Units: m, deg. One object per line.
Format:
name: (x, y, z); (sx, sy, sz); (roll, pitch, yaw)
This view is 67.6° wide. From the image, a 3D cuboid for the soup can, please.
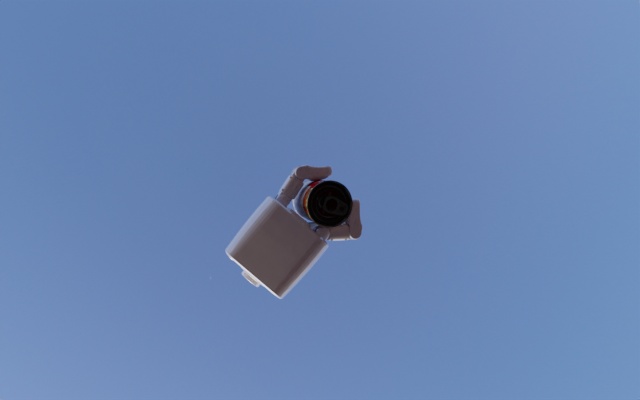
soup can: (0.000, 0.002, 0.724); (0.068, 0.068, 0.102); (0, 4, -16)
